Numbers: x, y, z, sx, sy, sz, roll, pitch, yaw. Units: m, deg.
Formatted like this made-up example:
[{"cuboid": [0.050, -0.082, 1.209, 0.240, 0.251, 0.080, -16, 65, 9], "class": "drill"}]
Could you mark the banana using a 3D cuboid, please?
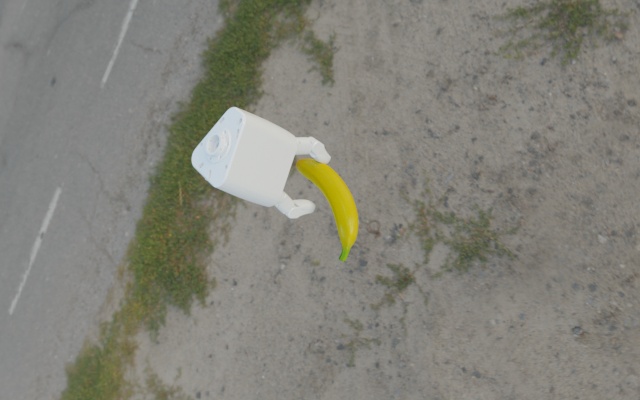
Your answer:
[{"cuboid": [0.015, -0.005, 0.752, 0.070, 0.197, 0.037, -38, -33, 23], "class": "banana"}]
